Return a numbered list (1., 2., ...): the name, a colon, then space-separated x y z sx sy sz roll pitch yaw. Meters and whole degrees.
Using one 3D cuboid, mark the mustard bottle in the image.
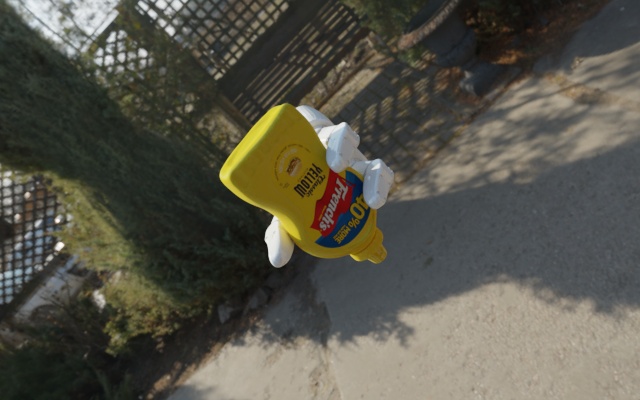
1. mustard bottle: 0.000 0.001 0.478 0.192 0.096 0.058 43 -18 -23
